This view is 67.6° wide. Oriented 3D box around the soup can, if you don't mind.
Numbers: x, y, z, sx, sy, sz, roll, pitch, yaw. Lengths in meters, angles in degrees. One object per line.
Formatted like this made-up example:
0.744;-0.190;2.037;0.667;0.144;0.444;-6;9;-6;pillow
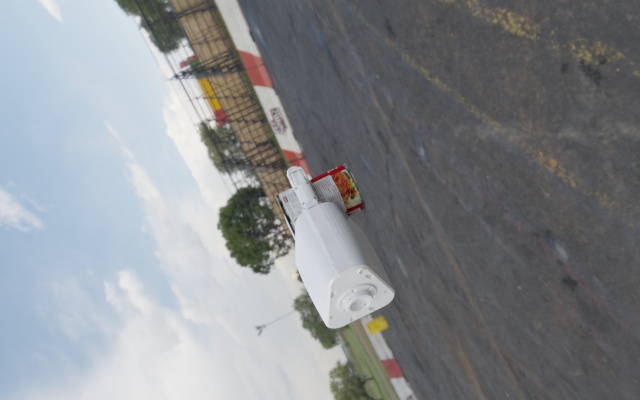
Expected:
0.000;0.002;0.641;0.102;0.068;0.068;-25;2;-4;soup can
